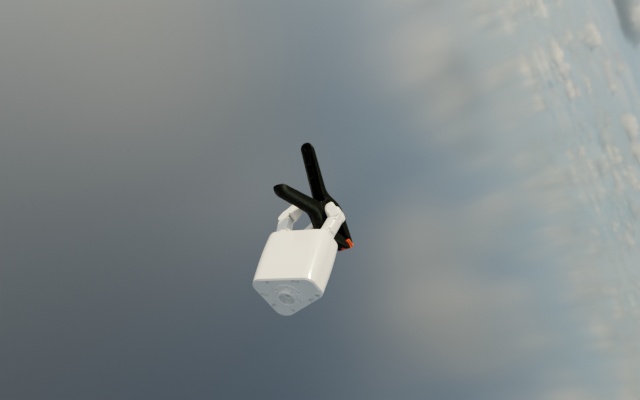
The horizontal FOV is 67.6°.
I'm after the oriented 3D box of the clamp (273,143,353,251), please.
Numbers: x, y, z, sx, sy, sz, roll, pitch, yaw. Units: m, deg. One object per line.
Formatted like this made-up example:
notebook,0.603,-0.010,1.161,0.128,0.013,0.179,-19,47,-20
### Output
clamp,0.001,0.003,0.882,0.036,0.210,0.164,-19,32,30
